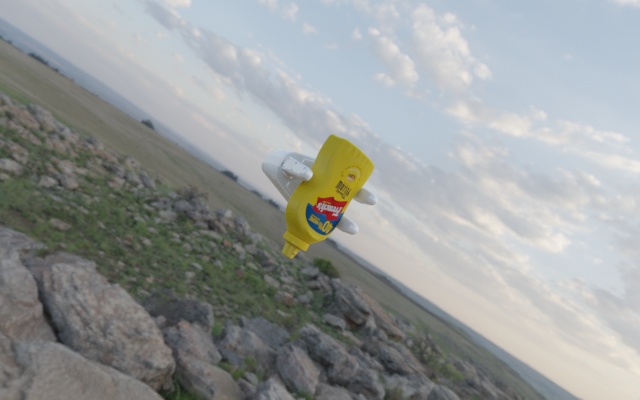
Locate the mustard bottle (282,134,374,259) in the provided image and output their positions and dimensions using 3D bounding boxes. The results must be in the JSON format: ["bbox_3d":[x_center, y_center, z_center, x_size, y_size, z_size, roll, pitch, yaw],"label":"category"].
[{"bbox_3d":[0.000,0.002,0.720,0.058,0.191,0.096,30,-4,42],"label":"mustard bottle"}]
